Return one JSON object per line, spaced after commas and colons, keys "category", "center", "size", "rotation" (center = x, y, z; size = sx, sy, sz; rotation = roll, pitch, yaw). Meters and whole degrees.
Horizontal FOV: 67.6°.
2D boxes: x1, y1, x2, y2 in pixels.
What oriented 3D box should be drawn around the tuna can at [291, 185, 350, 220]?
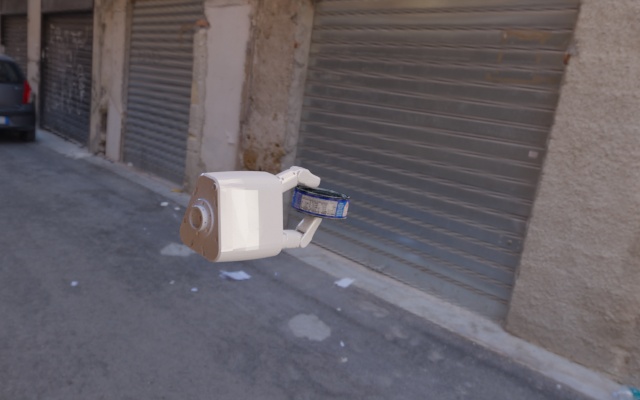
{"category": "tuna can", "center": [0.000, 0.002, 0.718], "size": [0.086, 0.034, 0.086], "rotation": [11, 8, -2]}
